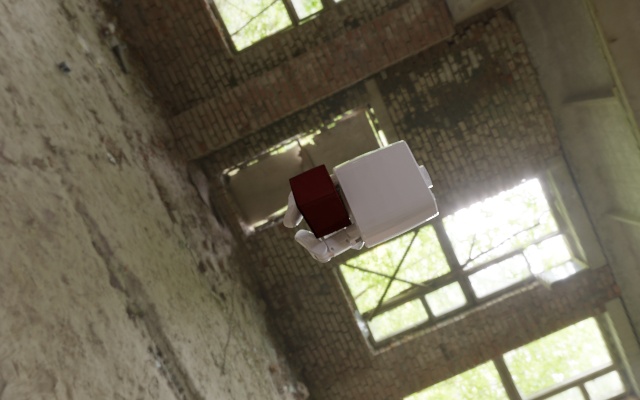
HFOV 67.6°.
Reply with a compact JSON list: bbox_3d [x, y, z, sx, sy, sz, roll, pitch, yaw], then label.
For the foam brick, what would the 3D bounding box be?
[{"bbox_3d":[0.000,0.002,0.617,0.051,0.053,0.078,-23,-39,5],"label":"foam brick"}]
